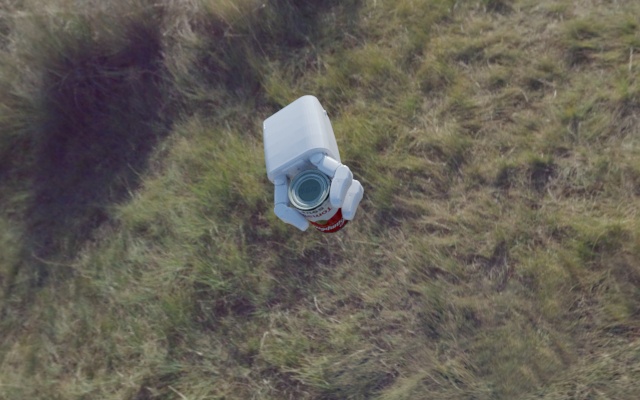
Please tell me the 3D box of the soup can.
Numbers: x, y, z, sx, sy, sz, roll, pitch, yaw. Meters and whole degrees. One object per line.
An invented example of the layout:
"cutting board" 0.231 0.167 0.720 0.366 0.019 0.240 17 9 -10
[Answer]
"soup can" 0.000 0.003 0.730 0.068 0.068 0.102 0 -22 21
